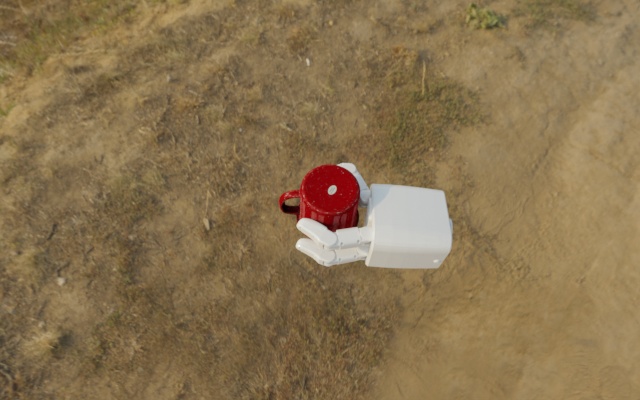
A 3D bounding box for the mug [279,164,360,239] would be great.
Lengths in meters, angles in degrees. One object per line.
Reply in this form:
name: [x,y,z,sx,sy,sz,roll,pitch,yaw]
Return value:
mug: [-0.001,0.002,0.671,0.117,0.093,0.081,3,-29,-1]
